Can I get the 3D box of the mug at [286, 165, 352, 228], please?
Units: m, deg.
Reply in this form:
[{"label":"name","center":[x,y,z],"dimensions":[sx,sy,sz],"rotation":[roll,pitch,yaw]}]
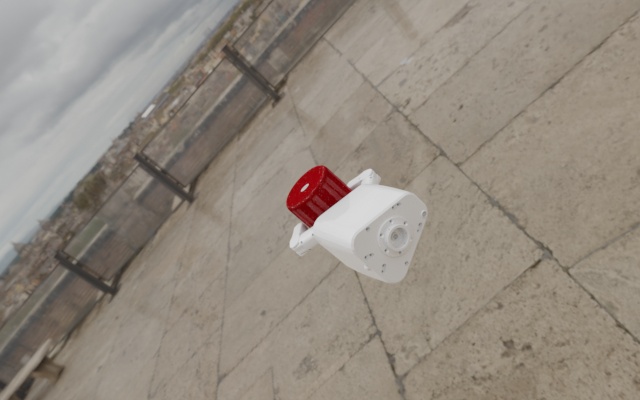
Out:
[{"label":"mug","center":[-0.001,0.002,0.702],"dimensions":[0.081,0.093,0.117],"rotation":[41,-11,-23]}]
